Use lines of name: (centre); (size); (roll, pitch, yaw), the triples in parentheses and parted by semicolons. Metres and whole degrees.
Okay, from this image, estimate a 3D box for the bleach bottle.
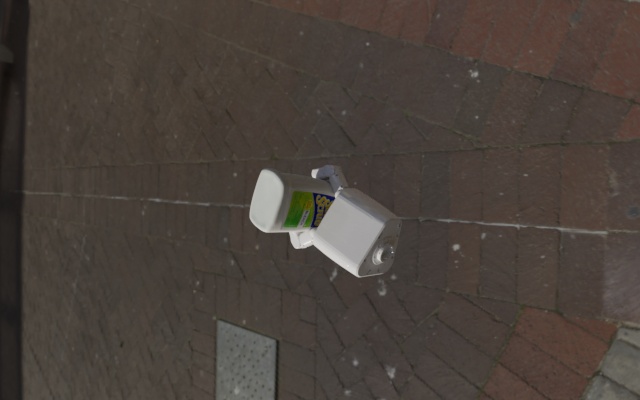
bleach bottle: (0.000, 0.003, 0.834); (0.251, 0.102, 0.068); (1, 25, -45)
